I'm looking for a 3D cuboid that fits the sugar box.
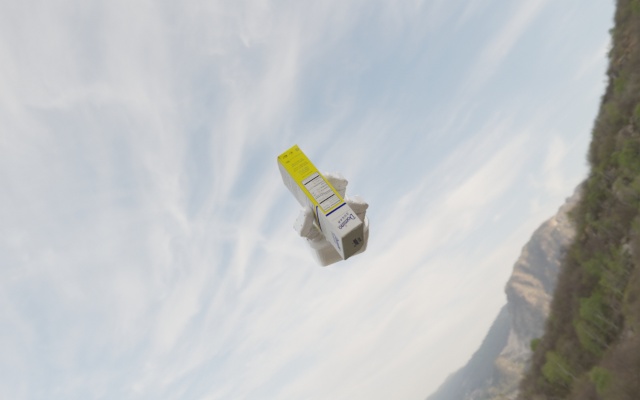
[{"bbox_3d":[0.001,0.002,0.748,0.048,0.176,0.093,-36,-25,-13],"label":"sugar box"}]
